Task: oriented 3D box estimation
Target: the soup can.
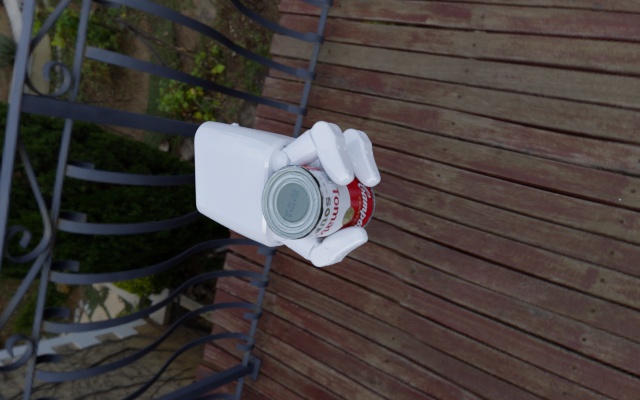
[{"bbox_3d":[0.000,0.002,0.460,0.068,0.068,0.102,0,0,32],"label":"soup can"}]
